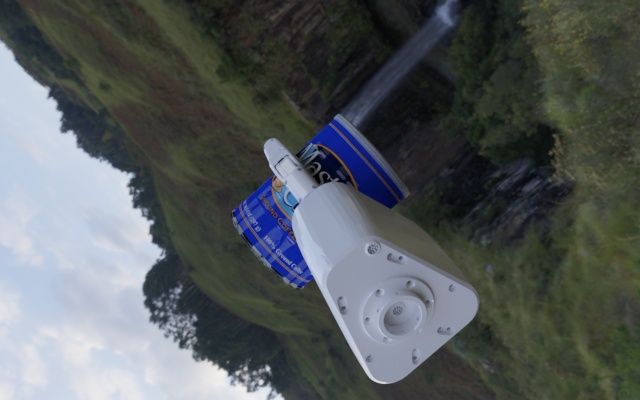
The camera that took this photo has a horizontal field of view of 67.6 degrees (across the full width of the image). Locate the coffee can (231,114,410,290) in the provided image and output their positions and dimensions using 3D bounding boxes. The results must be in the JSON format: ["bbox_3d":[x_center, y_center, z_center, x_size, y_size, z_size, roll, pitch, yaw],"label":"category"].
[{"bbox_3d":[0.000,0.001,0.462,0.140,0.103,0.103,-42,-4,4],"label":"coffee can"}]
